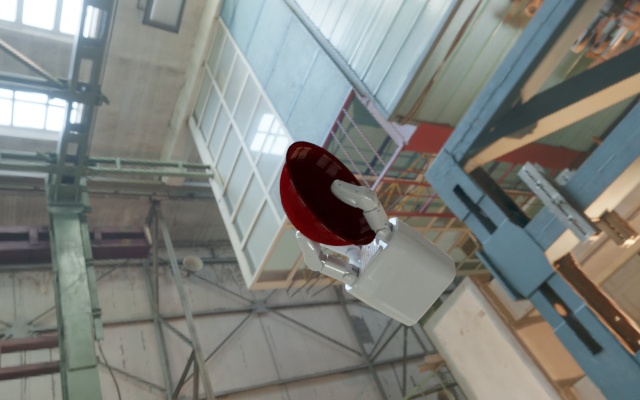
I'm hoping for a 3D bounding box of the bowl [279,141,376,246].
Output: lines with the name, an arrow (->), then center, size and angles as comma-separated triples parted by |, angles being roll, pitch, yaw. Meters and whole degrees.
bowl -> -0.001, 0.001, 0.622 | 0.055, 0.162, 0.162 | -39, -21, 28
